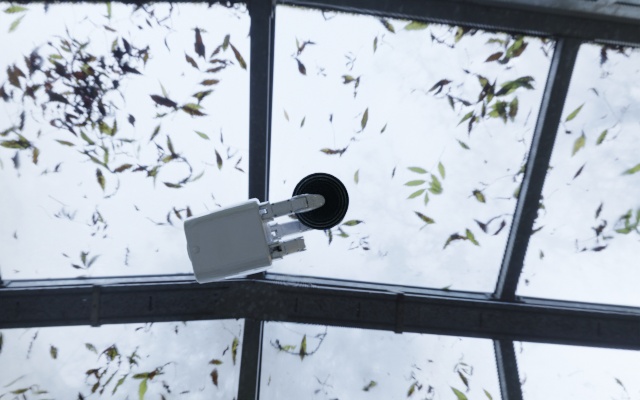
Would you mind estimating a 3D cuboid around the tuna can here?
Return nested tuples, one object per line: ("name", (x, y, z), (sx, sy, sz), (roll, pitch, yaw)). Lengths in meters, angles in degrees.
("tuna can", (0.000, 0.002, 0.715), (0.086, 0.086, 0.034), (0, -7, 2))
